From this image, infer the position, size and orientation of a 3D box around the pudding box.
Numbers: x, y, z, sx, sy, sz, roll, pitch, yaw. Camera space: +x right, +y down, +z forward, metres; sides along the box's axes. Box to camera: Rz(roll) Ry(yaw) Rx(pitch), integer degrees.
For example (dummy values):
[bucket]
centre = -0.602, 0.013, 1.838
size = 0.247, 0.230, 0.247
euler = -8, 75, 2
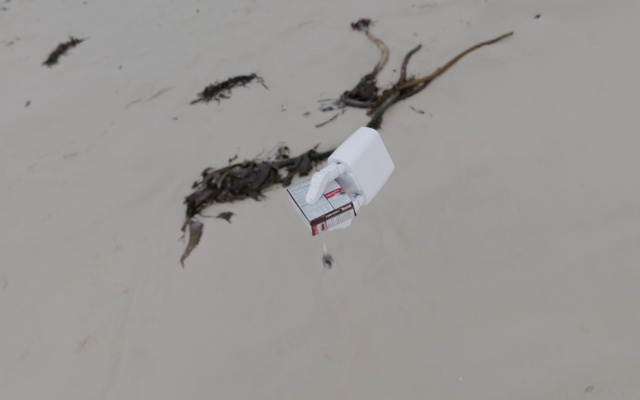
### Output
[pudding box]
centre = 0.000, 0.003, 0.868
size = 0.090, 0.039, 0.113
euler = -25, 41, -11
